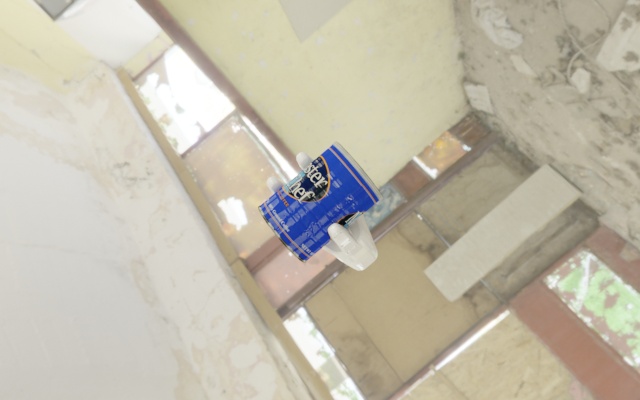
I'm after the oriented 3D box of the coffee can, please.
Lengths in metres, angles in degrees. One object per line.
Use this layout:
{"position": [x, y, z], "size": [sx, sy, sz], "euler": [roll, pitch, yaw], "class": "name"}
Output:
{"position": [0.000, 0.002, 0.658], "size": [0.140, 0.103, 0.103], "euler": [-40, -2, 2], "class": "coffee can"}
